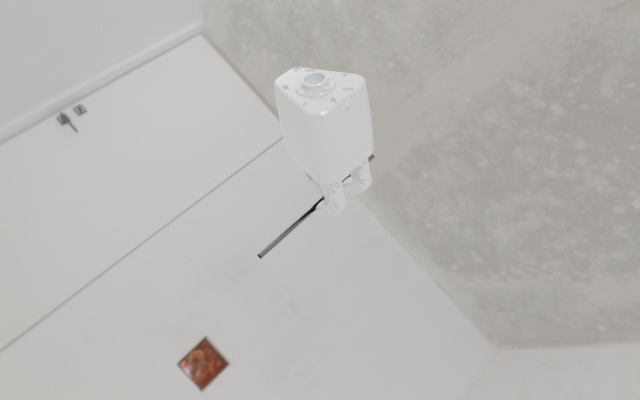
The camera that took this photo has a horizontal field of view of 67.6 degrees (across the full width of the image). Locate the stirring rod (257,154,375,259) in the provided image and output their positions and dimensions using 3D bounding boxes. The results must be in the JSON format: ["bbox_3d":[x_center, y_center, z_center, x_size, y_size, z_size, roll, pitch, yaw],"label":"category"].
[{"bbox_3d":[0.000,0.002,0.678,0.239,0.011,0.011,-42,22,-27],"label":"stirring rod"}]
